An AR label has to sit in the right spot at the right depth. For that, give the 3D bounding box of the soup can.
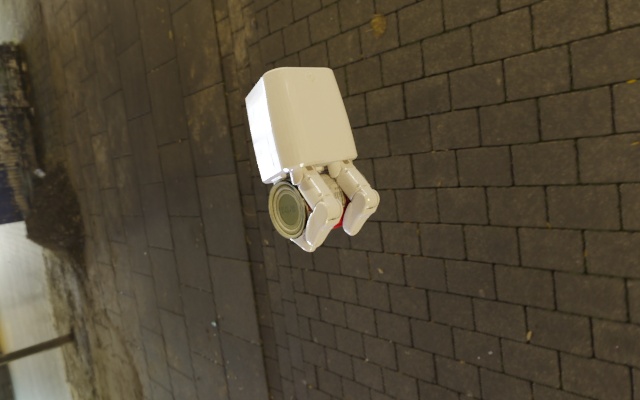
[{"bbox_3d":[0.000,0.002,0.551,0.102,0.068,0.068,-13,8,-41],"label":"soup can"}]
